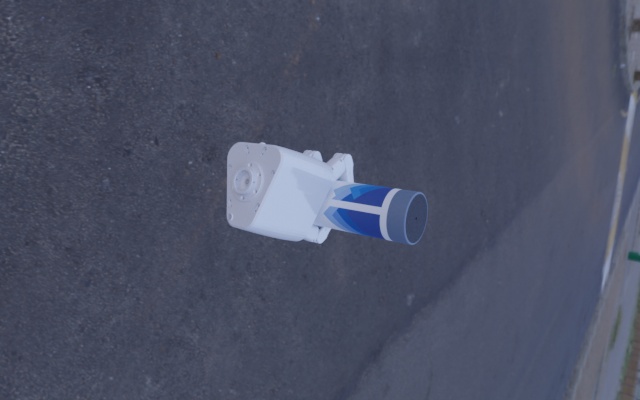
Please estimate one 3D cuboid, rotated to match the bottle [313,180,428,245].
[{"bbox_3d":[0.000,0.002,0.673,0.295,0.069,0.069,10,6,35],"label":"bottle"}]
